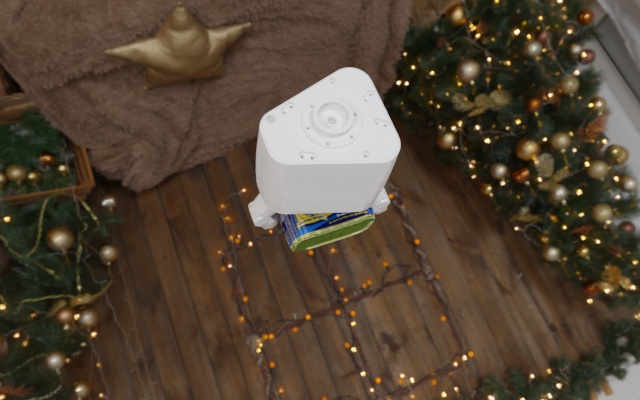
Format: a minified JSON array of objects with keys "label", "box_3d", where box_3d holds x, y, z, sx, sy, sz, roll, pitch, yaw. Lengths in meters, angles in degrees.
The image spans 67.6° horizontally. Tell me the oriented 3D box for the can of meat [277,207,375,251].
[{"label":"can of meat","box_3d":[0.000,0.002,0.528,0.102,0.084,0.057,-17,-19,-17]}]
